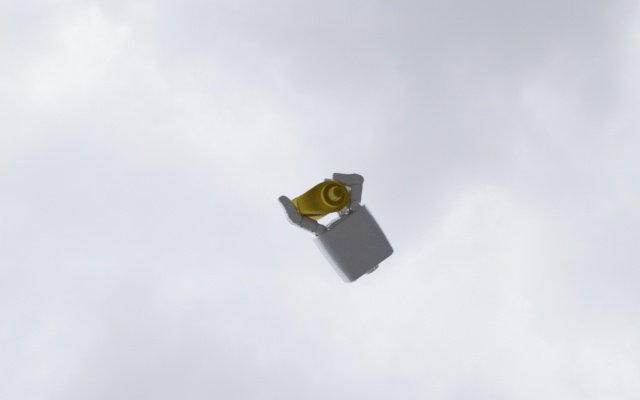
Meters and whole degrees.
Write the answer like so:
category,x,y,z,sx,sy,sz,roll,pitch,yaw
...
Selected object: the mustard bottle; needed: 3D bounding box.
category,x,y,z,sx,sy,sz,roll,pitch,yaw
mustard bottle,0.000,0.003,0.878,0.096,0.058,0.191,-9,-6,-20
